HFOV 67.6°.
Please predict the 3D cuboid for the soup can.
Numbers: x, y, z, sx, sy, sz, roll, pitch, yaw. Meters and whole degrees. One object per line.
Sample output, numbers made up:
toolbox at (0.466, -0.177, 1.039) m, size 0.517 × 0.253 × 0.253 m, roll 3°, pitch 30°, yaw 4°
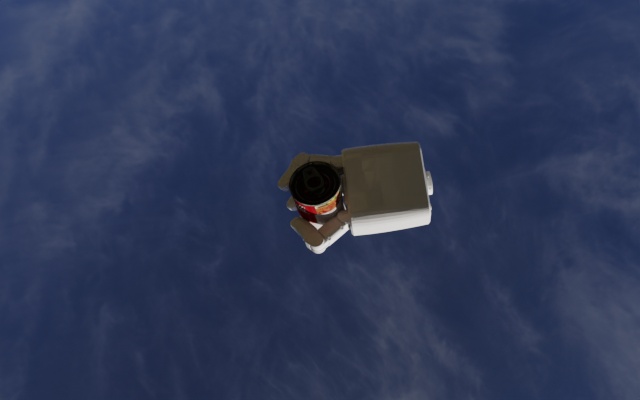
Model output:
soup can at (0.000, 0.002, 0.655) m, size 0.068 × 0.068 × 0.102 m, roll 0°, pitch -30°, yaw 10°
